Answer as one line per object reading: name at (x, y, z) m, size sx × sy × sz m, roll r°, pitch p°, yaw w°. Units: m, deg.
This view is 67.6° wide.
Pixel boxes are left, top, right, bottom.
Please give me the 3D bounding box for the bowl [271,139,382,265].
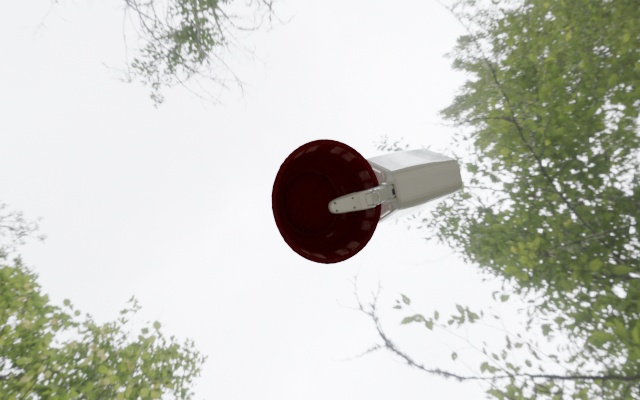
bowl at (-0.001, 0.002, 0.635) m, size 0.162 × 0.162 × 0.055 m, roll 0°, pitch -2°, yaw -28°
